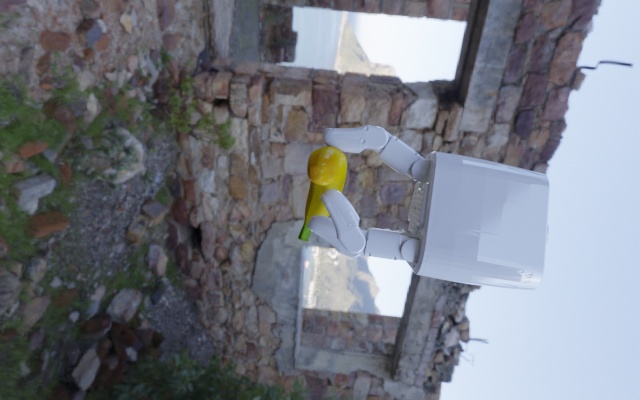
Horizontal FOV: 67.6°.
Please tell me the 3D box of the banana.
[{"bbox_3d":[0.004,-0.014,0.485,0.037,0.069,0.198,14,-22,2],"label":"banana"}]
